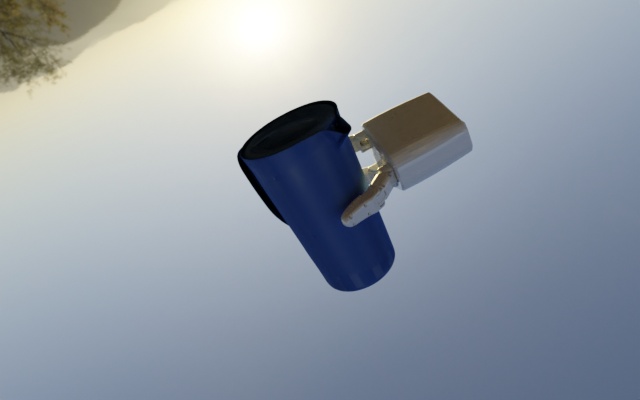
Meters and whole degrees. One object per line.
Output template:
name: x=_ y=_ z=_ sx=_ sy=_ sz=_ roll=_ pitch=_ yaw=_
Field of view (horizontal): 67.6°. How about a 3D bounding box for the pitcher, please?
pitcher: x=0.000 y=0.002 z=0.638 sx=0.145 sy=0.243 sz=0.149 roll=-29 pitch=27 yaw=-2
